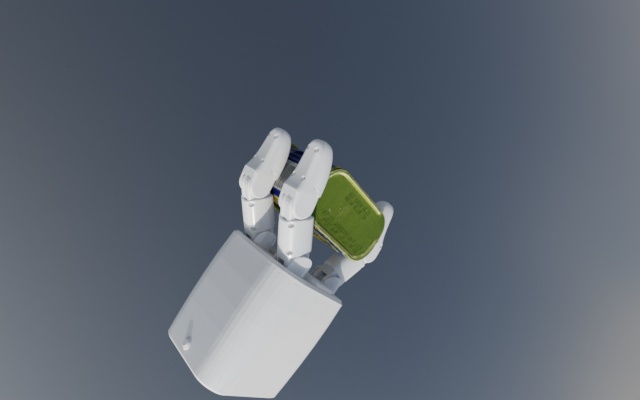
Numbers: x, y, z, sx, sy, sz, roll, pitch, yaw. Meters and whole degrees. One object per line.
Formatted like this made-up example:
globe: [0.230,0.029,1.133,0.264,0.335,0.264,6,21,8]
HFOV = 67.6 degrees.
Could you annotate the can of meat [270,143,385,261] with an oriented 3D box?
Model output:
can of meat: [0.000,0.002,0.427,0.084,0.057,0.102,29,-12,49]
